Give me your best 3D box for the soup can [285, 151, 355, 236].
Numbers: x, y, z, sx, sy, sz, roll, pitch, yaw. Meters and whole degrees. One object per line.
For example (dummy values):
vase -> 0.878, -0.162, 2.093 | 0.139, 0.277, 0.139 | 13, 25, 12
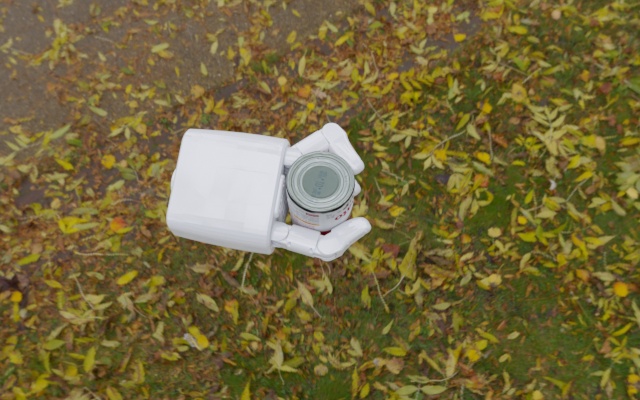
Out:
soup can -> 0.001, 0.002, 0.494 | 0.068, 0.068, 0.102 | 0, -25, 0
